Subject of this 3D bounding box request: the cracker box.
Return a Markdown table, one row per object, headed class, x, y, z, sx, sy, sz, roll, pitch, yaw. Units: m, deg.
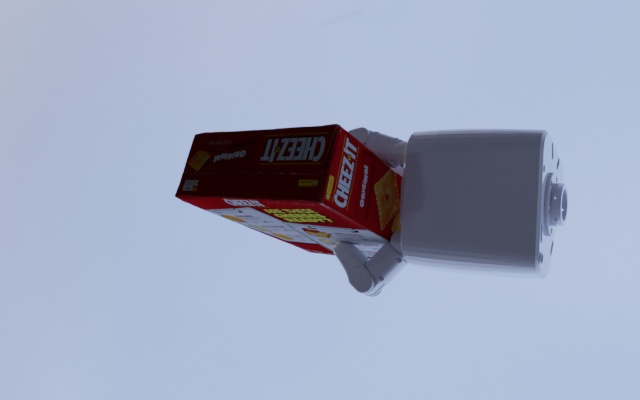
| class | x | y | z | sx | sy | sz | roll | pitch | yaw |
| --- | --- | --- | --- | --- | --- | --- | --- | --- | --- |
| cracker box | 0.000 | 0.002 | 0.465 | 0.164 | 0.072 | 0.214 | 2 | -17 | 36 |
